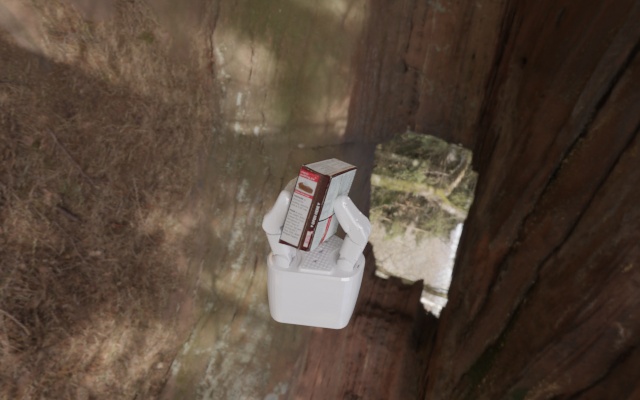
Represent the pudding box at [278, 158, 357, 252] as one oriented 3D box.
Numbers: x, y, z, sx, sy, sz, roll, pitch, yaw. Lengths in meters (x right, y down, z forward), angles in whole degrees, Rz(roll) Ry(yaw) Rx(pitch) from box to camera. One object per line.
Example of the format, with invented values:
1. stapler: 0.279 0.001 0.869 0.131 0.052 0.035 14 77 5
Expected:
1. pudding box: 0.000 0.002 0.541 0.039 0.090 0.113 20 14 13
